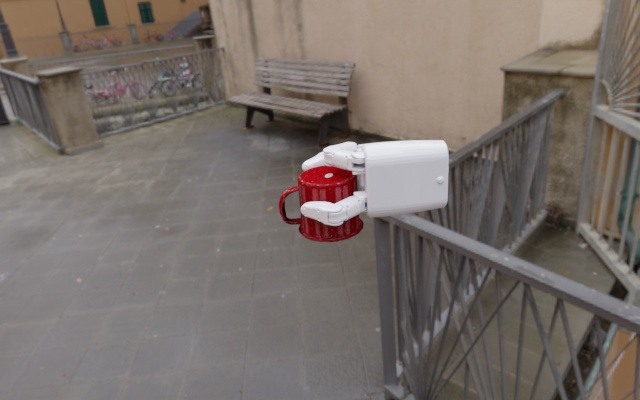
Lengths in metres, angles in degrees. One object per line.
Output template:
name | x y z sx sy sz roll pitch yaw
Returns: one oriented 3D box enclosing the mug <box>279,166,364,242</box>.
mug | -0.001 0.002 0.665 0.117 0.081 0.093 -6 23 -3
